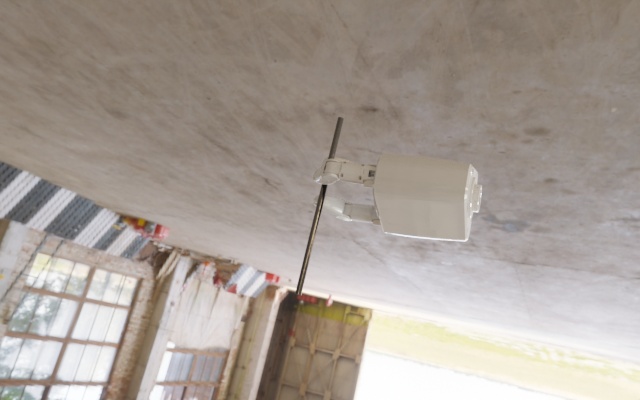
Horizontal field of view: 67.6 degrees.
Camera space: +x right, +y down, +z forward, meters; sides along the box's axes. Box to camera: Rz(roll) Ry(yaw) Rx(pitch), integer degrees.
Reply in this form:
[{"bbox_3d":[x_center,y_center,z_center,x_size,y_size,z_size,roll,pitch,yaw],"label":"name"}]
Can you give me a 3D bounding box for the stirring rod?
[{"bbox_3d":[0.000,0.002,0.613,0.011,0.239,0.011,13,-15,4],"label":"stirring rod"}]
